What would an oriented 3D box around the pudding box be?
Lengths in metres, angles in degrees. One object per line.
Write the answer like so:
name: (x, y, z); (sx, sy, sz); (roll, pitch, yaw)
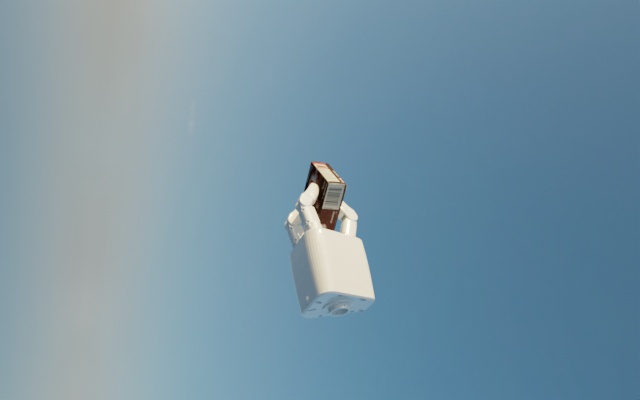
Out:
pudding box: (0.000, 0.003, 0.811); (0.039, 0.113, 0.090); (6, 24, -25)
